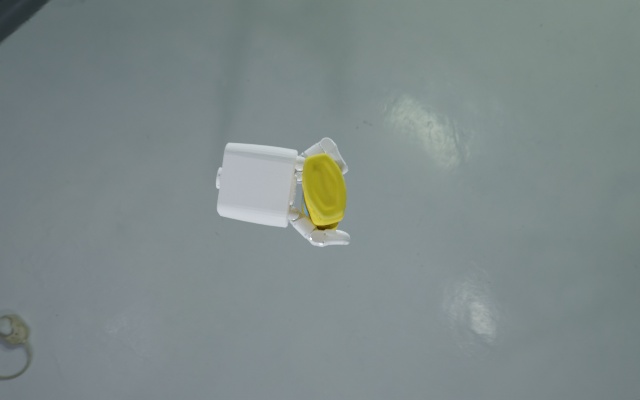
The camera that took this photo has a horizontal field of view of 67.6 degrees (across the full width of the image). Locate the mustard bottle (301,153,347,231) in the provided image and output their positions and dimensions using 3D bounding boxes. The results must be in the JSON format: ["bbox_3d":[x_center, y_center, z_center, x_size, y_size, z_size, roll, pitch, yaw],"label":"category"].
[{"bbox_3d":[0.000,0.002,0.736,0.058,0.096,0.192,-16,-13,-7],"label":"mustard bottle"}]
